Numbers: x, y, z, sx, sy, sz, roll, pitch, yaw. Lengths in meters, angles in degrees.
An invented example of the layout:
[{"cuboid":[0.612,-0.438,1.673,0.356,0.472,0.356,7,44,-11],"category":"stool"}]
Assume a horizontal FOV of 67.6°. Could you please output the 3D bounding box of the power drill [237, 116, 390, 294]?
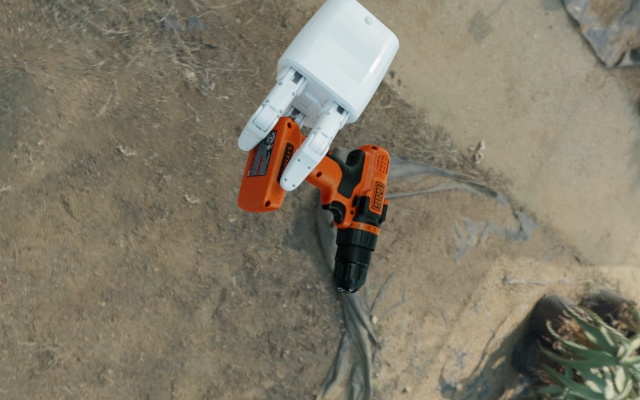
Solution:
[{"cuboid":[0.000,0.001,0.542,0.188,0.184,0.057,23,-18,-41],"category":"power drill"}]
